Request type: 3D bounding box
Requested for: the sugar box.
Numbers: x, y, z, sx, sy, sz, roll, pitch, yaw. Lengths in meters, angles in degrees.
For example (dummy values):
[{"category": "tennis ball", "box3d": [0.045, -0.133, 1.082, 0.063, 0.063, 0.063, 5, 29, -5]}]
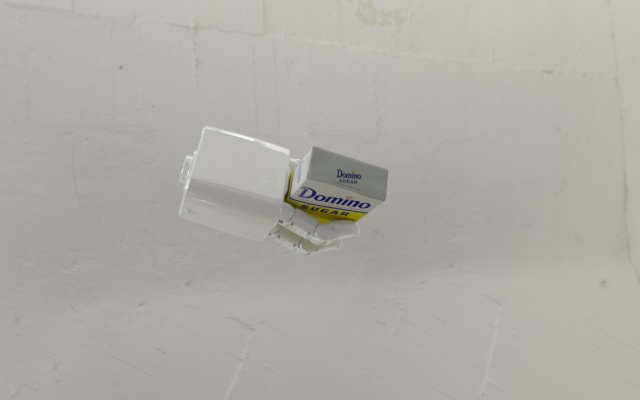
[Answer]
[{"category": "sugar box", "box3d": [0.000, 0.002, 0.578, 0.093, 0.048, 0.176, 16, -23, -15]}]
